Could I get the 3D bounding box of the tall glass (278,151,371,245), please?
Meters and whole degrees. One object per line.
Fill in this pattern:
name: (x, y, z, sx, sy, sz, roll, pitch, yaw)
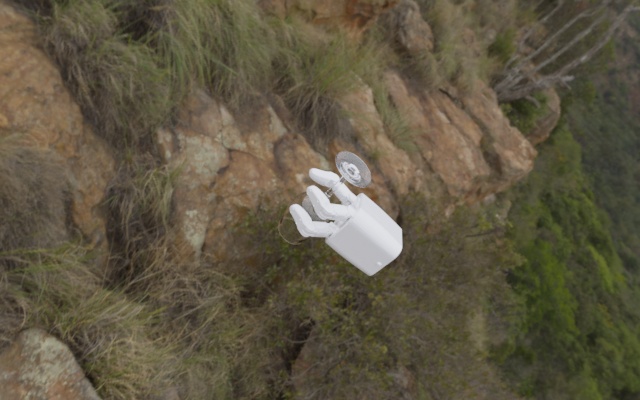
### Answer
tall glass: (0.000, 0.002, 0.854, 0.079, 0.079, 0.201, 0, -34, -43)
